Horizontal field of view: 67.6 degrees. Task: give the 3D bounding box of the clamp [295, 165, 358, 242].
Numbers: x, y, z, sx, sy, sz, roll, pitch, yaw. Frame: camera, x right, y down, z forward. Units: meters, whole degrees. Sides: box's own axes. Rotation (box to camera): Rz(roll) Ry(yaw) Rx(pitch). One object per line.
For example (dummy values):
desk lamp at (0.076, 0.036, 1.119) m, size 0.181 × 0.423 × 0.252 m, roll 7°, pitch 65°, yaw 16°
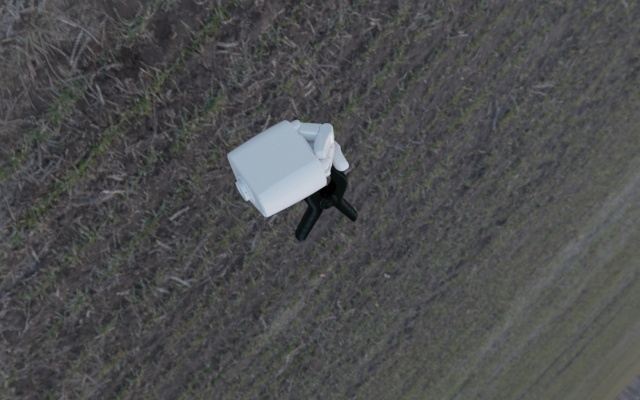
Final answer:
clamp at (0.000, 0.003, 0.805) m, size 0.120 × 0.172 × 0.039 m, roll -30°, pitch 49°, yaw -12°
